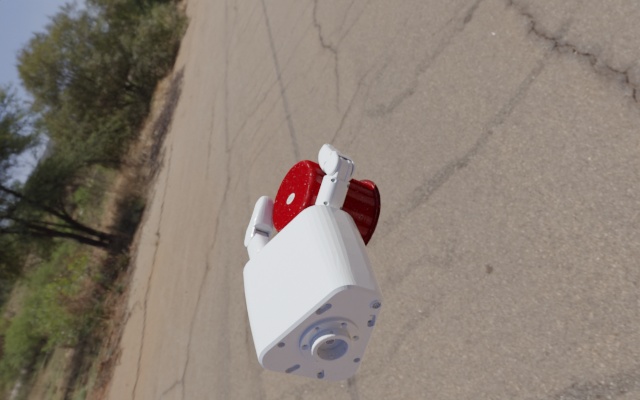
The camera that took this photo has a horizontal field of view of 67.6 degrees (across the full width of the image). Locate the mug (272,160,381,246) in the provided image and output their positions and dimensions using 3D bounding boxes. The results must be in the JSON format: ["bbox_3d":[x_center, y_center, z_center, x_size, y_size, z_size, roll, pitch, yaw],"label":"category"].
[{"bbox_3d":[0.000,0.001,0.512,0.081,0.093,0.117,21,24,-26],"label":"mug"}]
